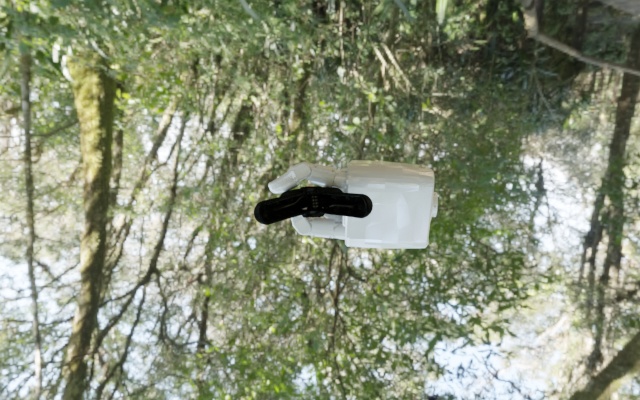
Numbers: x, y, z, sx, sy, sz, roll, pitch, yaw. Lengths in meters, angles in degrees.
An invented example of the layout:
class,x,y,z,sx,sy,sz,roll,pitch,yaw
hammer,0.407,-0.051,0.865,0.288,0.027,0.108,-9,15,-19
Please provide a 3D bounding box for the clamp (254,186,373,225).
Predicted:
class,x,y,z,sx,sy,sz,roll,pitch,yaw
clamp,0.000,0.002,0.551,0.120,0.039,0.171,3,9,6
